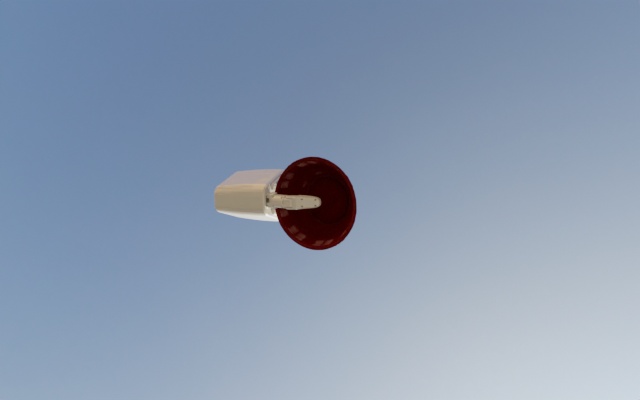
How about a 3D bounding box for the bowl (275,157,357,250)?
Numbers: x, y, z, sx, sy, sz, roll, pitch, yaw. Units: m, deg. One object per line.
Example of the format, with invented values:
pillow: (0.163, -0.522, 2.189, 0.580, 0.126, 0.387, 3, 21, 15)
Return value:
bowl: (0.001, 0.003, 0.837, 0.162, 0.162, 0.055, 0, 7, 29)
